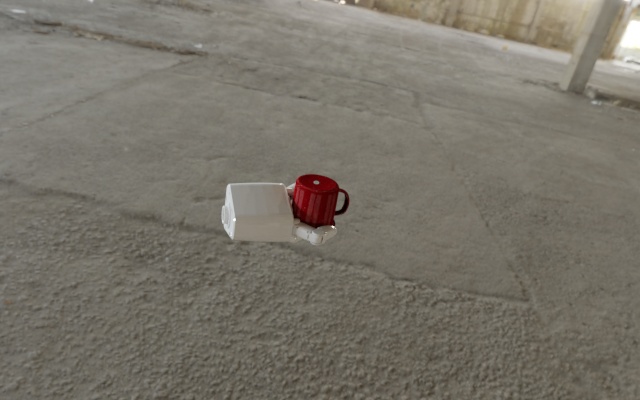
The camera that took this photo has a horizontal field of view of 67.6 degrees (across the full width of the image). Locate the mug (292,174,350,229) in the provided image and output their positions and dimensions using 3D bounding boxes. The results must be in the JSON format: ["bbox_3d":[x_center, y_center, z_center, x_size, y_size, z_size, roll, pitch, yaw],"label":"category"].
[{"bbox_3d":[0.002,0.003,0.887,0.117,0.081,0.093,1,27,-20],"label":"mug"}]
